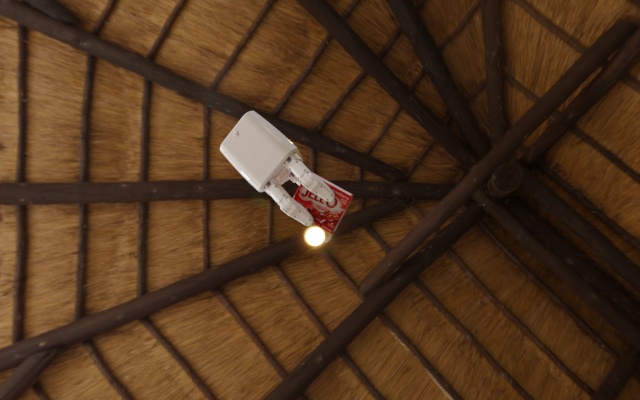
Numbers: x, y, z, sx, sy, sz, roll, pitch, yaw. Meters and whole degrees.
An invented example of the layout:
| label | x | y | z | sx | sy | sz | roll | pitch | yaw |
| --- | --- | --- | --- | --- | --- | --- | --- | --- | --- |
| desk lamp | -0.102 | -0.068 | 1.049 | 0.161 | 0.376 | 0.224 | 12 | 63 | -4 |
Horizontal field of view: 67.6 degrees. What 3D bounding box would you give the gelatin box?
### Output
| label | x | y | z | sx | sy | sz | roll | pitch | yaw |
| --- | --- | --- | --- | --- | --- | --- | --- | --- | --- |
| gelatin box | 0.001 | 0.003 | 0.808 | 0.089 | 0.073 | 0.030 | 30 | 11 | 8 |
